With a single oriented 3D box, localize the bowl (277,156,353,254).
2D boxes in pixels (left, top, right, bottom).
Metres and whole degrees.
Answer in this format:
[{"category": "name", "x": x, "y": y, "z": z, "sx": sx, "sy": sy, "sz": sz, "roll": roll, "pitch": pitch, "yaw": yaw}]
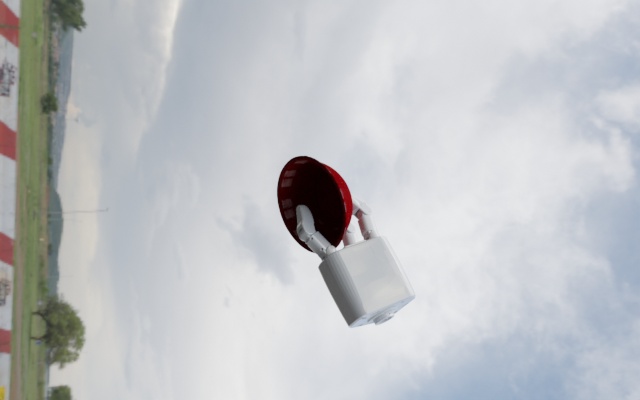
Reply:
[{"category": "bowl", "x": 0.000, "y": 0.001, "z": 0.775, "sx": 0.055, "sy": 0.162, "sz": 0.162, "roll": -19, "pitch": 13, "yaw": -41}]
